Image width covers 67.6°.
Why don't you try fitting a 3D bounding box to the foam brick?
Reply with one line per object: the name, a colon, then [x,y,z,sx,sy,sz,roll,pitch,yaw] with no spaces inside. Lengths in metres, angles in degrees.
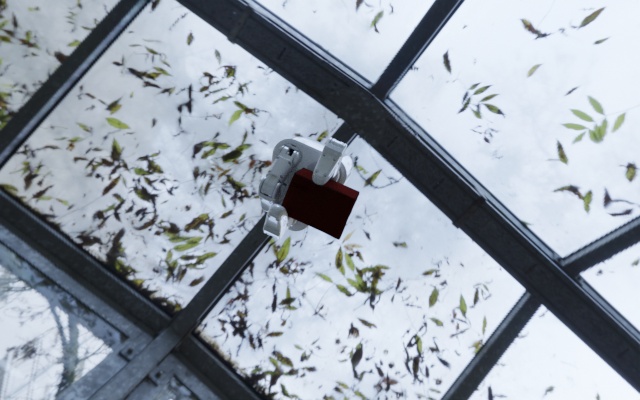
foam brick: [0.000,0.002,0.557,0.078,0.053,0.051,25,14,6]
